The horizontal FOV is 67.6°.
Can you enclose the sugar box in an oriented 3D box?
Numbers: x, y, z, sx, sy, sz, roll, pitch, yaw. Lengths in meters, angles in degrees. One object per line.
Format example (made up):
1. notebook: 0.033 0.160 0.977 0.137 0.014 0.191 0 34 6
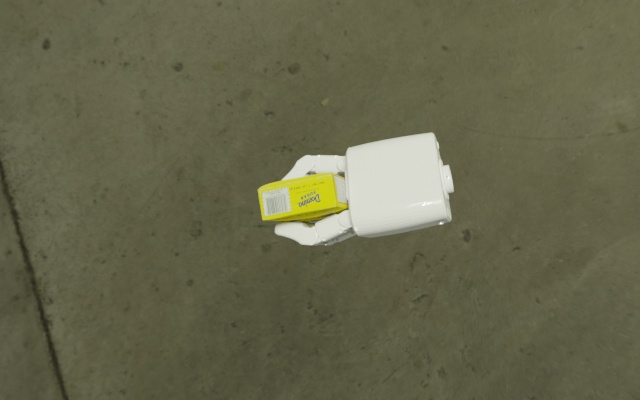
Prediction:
1. sugar box: 0.000 0.003 0.611 0.093 0.048 0.176 -10 -9 18
